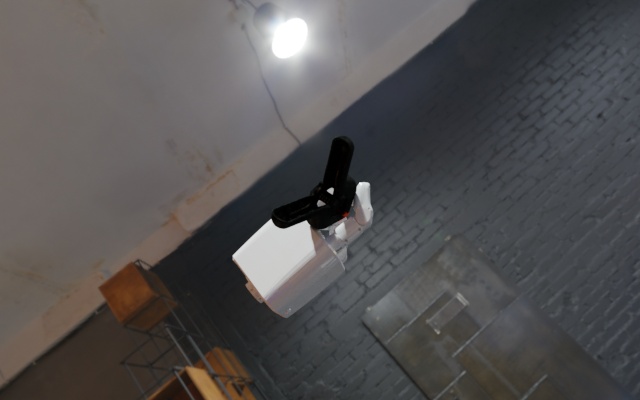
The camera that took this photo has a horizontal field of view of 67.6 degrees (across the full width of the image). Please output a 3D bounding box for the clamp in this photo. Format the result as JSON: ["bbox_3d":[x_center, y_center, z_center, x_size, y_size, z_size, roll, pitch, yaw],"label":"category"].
[{"bbox_3d":[0.000,0.001,0.567,0.120,0.039,0.171,-41,-22,-7],"label":"clamp"}]
